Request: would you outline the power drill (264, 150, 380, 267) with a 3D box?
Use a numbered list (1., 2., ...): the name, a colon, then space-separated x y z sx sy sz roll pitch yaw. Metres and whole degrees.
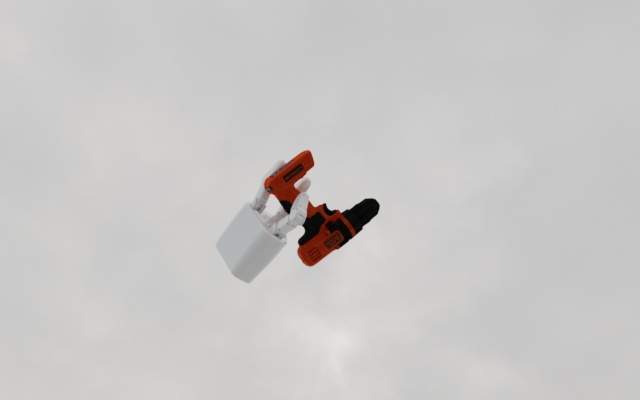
1. power drill: 0.000 0.003 0.882 0.184 0.188 0.057 -37 13 -12
